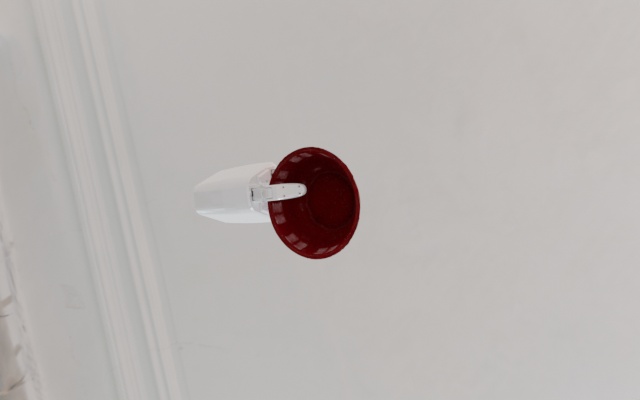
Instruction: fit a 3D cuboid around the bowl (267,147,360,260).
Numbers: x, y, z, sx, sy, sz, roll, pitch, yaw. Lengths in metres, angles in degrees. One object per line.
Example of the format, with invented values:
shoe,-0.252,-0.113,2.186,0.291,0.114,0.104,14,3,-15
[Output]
bowl,0.001,0.003,0.702,0.162,0.162,0.055,0,5,35
